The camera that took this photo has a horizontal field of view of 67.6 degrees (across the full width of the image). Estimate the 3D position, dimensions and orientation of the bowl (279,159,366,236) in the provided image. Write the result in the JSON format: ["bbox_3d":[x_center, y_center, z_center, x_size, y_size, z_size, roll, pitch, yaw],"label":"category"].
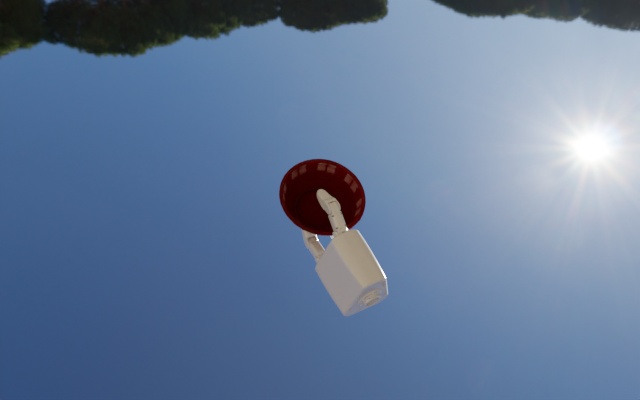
[{"bbox_3d":[0.000,0.002,0.896,0.162,0.162,0.055,0,-28,-12],"label":"bowl"}]
